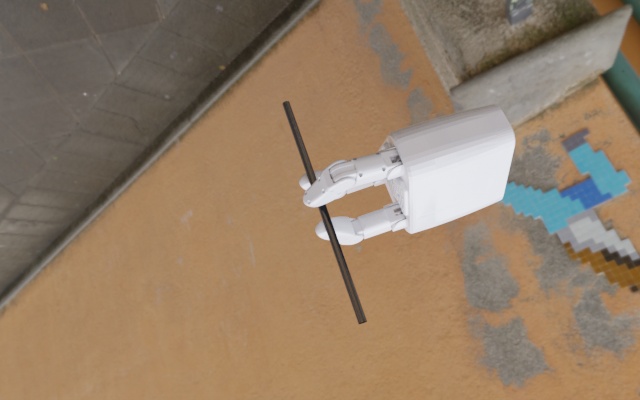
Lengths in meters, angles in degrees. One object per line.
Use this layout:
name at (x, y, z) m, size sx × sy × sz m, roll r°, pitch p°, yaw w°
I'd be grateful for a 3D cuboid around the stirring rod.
stirring rod at (0.000, 0.001, 0.461) m, size 0.011 × 0.239 × 0.011 m, roll -16°, pitch -23°, yaw -7°
